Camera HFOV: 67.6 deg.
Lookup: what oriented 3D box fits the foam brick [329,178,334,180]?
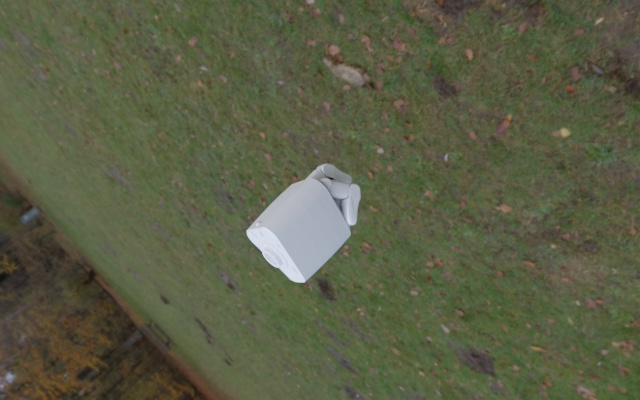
[{"bbox_3d":[0.000,0.003,0.771,0.051,0.053,0.078,-46,15,-26],"label":"foam brick"}]
